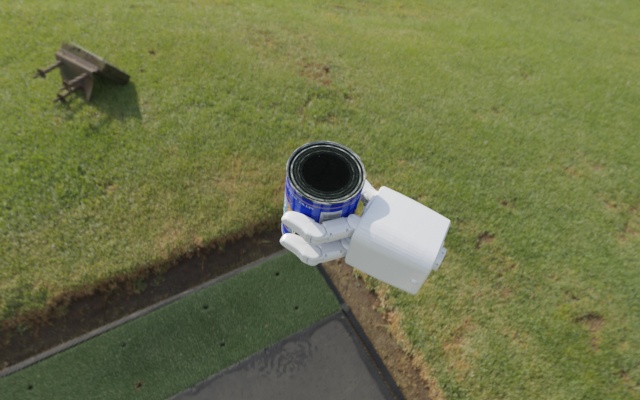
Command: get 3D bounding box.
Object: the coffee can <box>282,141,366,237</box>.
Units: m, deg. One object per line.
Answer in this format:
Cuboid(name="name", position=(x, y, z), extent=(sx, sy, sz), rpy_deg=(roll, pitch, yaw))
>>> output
Cuboid(name="coffee can", position=(0.000, 0.002, 0.661), extent=(0.103, 0.102, 0.140), rpy_deg=(0, -35, -7))
